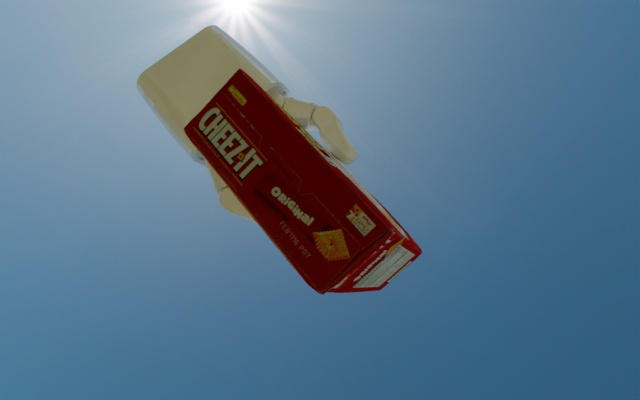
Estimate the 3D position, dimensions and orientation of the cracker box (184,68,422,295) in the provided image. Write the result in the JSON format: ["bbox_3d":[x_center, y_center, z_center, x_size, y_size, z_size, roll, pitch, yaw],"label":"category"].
[{"bbox_3d":[0.000,0.001,0.418,0.072,0.164,0.214,-45,-19,6],"label":"cracker box"}]
